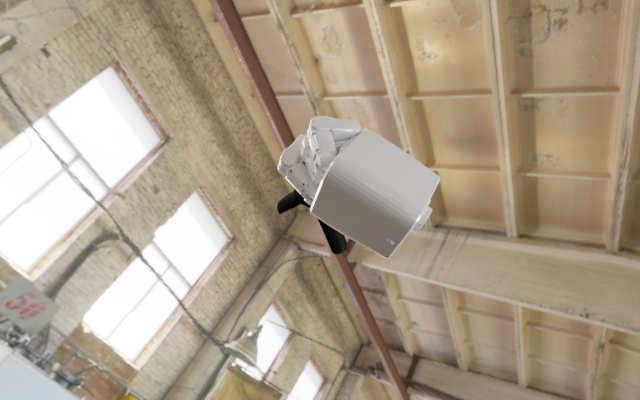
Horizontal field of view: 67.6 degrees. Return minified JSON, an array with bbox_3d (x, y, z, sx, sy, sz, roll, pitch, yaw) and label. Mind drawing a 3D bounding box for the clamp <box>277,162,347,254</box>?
[{"bbox_3d":[0.000,0.002,0.629,0.120,0.039,0.172,34,-31,9],"label":"clamp"}]
